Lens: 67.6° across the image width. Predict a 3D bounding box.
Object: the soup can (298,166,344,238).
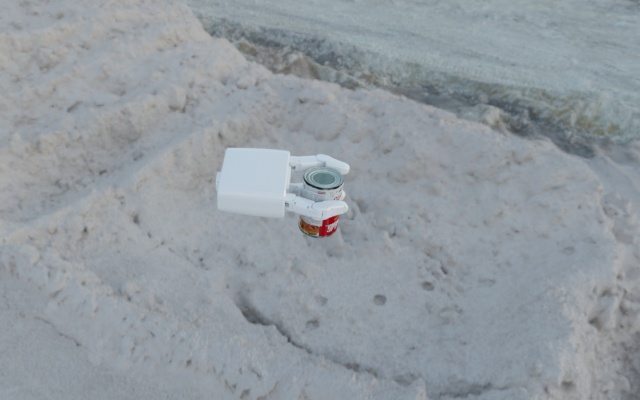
[{"bbox_3d":[0.001,0.002,0.796,0.068,0.102,0.068,5,35,-3],"label":"soup can"}]
